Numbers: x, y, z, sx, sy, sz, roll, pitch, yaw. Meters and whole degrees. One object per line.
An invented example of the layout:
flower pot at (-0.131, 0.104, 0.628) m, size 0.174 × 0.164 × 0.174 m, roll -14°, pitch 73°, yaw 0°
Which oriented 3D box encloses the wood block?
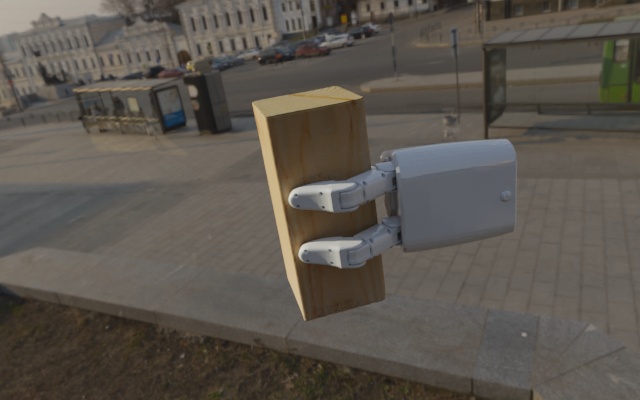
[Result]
wood block at (0.000, 0.001, 0.478) m, size 0.090 × 0.206 × 0.090 m, roll -13°, pitch 23°, yaw -10°
